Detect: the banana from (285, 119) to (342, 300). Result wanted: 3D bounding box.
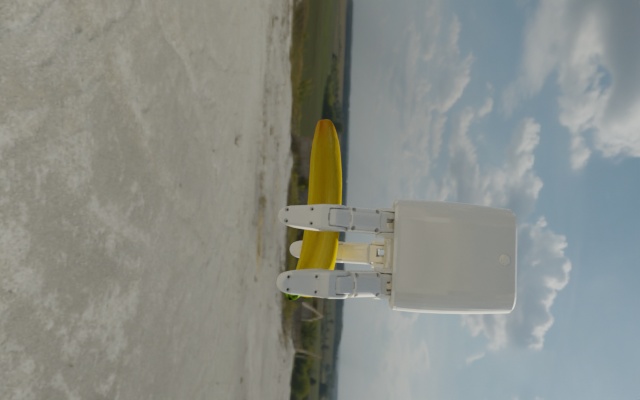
[{"bbox_3d":[0.001,0.014,0.476,0.037,0.197,0.070,4,-30,7],"label":"banana"}]
